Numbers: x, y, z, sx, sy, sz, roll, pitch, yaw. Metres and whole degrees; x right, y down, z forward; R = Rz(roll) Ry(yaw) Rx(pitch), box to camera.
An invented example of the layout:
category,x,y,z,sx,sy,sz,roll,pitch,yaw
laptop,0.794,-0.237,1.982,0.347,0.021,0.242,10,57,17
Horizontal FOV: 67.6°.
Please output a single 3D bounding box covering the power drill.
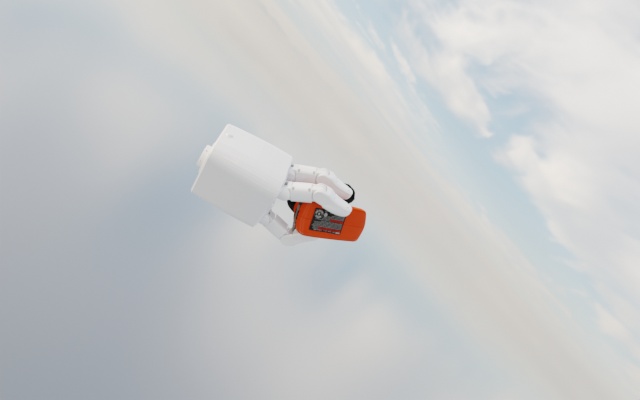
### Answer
category,x,y,z,sx,sy,sz,roll,pitch,yaw
power drill,0.000,0.003,0.763,0.184,0.057,0.187,8,16,-24
